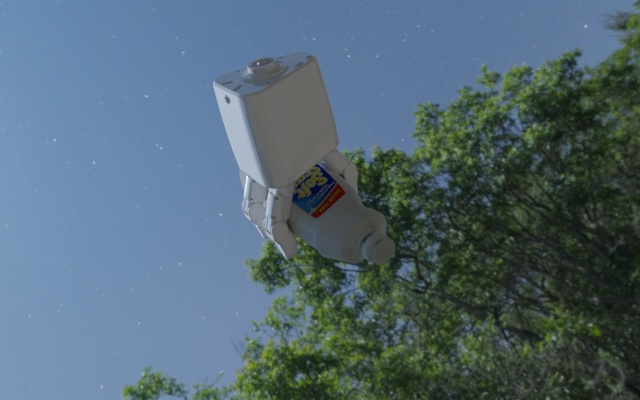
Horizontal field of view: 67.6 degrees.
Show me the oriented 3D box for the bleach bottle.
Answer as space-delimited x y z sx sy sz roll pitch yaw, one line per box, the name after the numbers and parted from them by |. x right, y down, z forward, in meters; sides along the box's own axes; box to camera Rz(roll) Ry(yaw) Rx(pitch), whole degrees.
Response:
0.000 0.002 0.565 0.102 0.068 0.250 -29 36 -22 | bleach bottle
